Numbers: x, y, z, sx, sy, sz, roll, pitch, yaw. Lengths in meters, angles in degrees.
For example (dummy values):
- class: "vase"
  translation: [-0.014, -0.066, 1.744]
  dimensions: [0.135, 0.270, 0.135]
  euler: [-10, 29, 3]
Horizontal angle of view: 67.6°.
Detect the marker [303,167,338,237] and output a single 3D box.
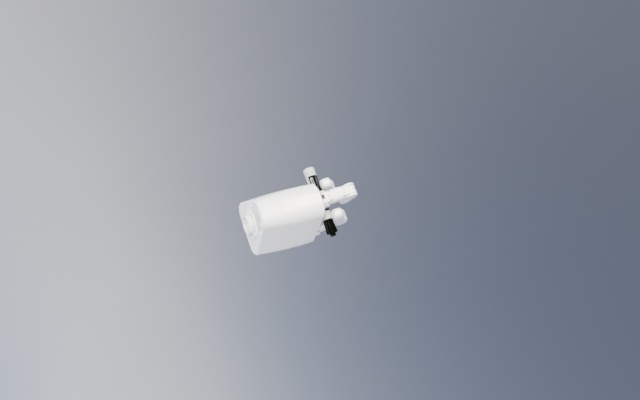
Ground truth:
- class: "marker"
  translation: [0.000, 0.003, 0.784]
  dimensions: [0.020, 0.121, 0.020]
  euler: [-20, -14, -5]
